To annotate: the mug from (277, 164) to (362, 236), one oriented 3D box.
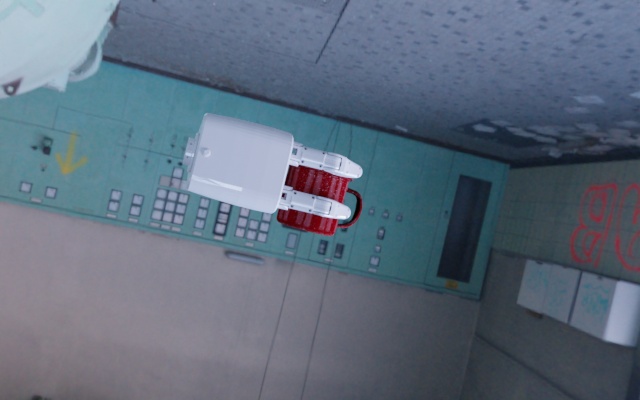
[{"bbox_3d":[0.001,0.003,0.644,0.117,0.081,0.093,15,-1,-16],"label":"mug"}]
